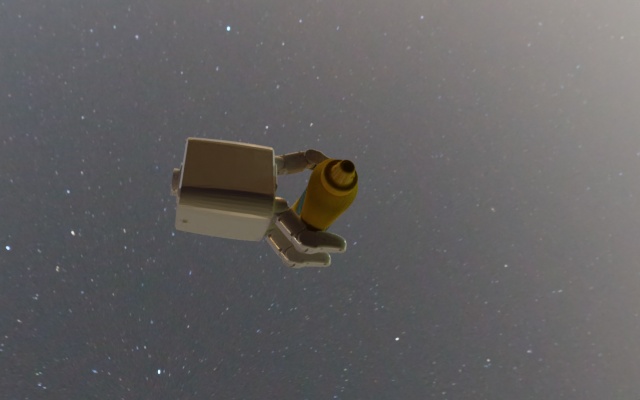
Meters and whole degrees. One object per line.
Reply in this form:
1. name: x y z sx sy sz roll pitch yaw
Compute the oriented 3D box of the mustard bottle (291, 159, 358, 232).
1. mustard bottle: 0.000 0.002 0.590 0.058 0.096 0.192 29 -30 -4
